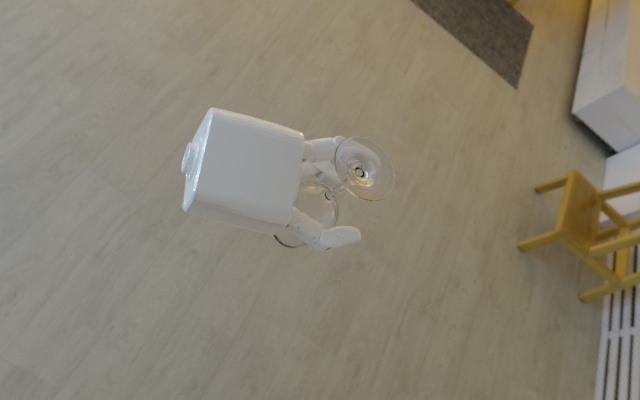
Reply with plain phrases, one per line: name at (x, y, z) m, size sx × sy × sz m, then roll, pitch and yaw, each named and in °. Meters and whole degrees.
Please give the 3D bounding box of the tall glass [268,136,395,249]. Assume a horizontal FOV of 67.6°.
tall glass at (0.001, 0.002, 0.574) m, size 0.079 × 0.079 × 0.201 m, roll 0°, pitch -21°, yaw -30°
